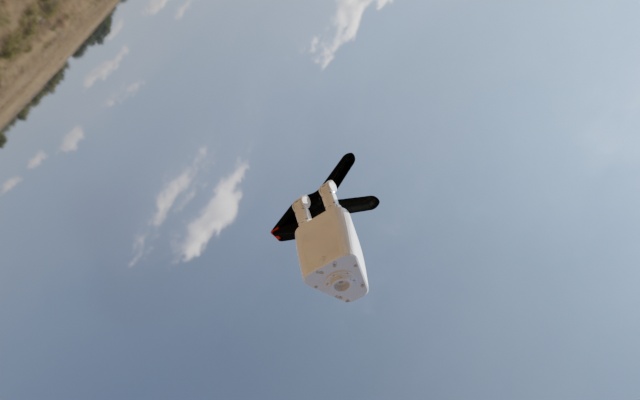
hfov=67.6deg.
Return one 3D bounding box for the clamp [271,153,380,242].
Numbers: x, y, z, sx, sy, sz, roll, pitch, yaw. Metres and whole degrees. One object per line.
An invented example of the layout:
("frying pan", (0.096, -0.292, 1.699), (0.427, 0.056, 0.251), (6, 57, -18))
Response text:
("clamp", (0.000, 0.004, 0.873), (0.210, 0.036, 0.164), (-30, 36, 16))
